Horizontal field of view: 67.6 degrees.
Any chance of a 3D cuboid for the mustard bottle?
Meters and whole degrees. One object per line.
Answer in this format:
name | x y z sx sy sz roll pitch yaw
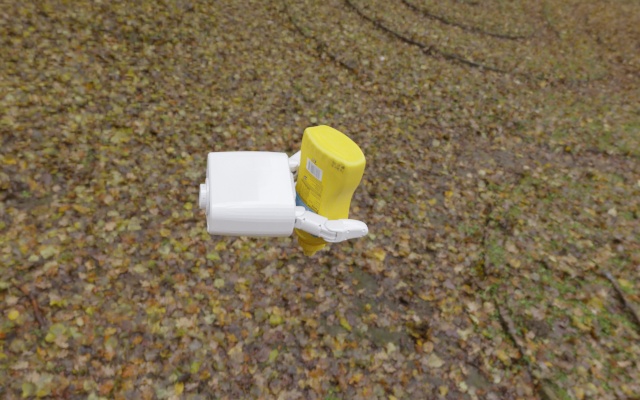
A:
mustard bottle | 0.000 0.002 0.652 0.058 0.192 0.096 -17 46 -35
